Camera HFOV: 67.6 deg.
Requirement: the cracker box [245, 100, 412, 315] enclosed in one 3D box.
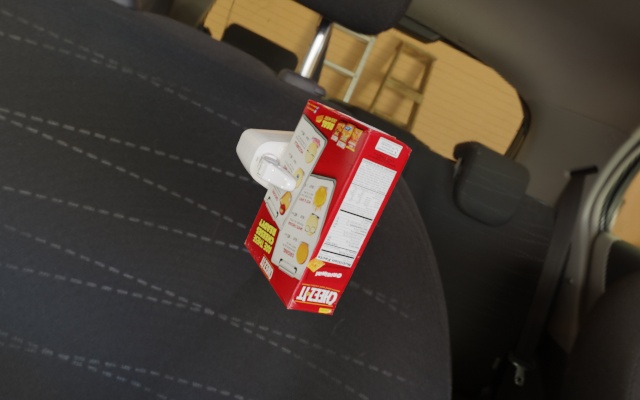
[{"bbox_3d":[0.000,0.002,0.576,0.072,0.214,0.164,18,13,-31],"label":"cracker box"}]
